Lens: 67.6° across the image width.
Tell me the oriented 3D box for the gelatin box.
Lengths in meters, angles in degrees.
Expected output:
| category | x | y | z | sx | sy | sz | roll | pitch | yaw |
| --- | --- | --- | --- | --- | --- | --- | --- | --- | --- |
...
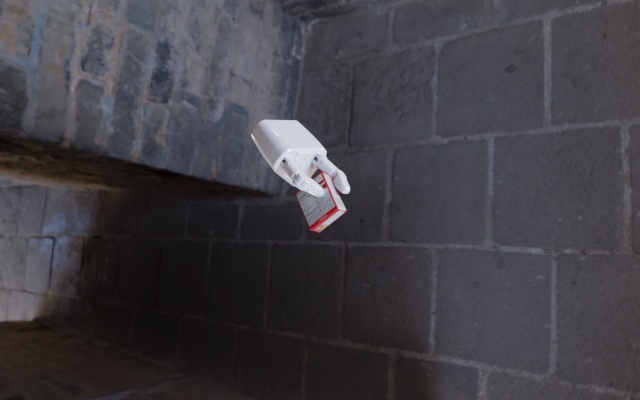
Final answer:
| category | x | y | z | sx | sy | sz | roll | pitch | yaw |
| --- | --- | --- | --- | --- | --- | --- | --- | --- | --- |
| gelatin box | 0.000 | 0.003 | 0.893 | 0.073 | 0.089 | 0.030 | -39 | -33 | 26 |
